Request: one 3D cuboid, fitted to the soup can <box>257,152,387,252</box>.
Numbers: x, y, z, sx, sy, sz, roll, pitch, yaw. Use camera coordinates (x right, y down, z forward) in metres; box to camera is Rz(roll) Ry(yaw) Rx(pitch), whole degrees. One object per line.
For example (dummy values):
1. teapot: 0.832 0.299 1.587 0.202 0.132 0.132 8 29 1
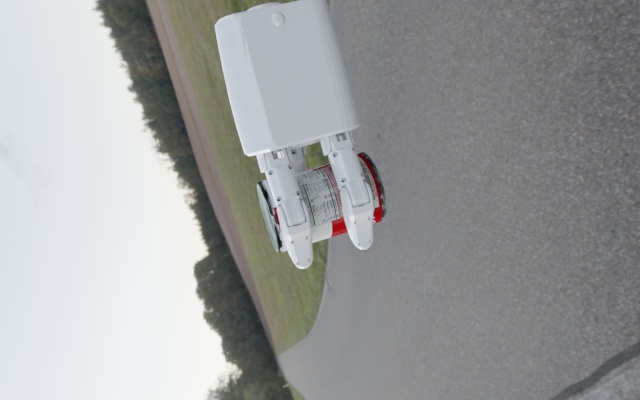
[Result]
1. soup can: 0.000 0.002 0.436 0.102 0.068 0.068 -16 3 -12
